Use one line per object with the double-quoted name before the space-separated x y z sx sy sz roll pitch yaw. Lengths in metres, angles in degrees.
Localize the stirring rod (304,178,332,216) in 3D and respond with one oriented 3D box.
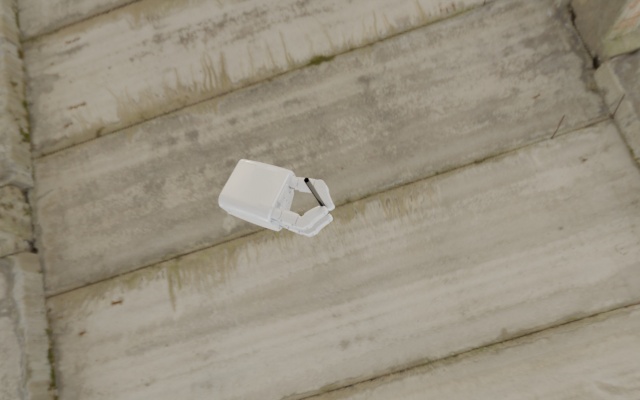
"stirring rod" 0.000 0.003 0.815 0.011 0.011 0.239 0 -16 10
